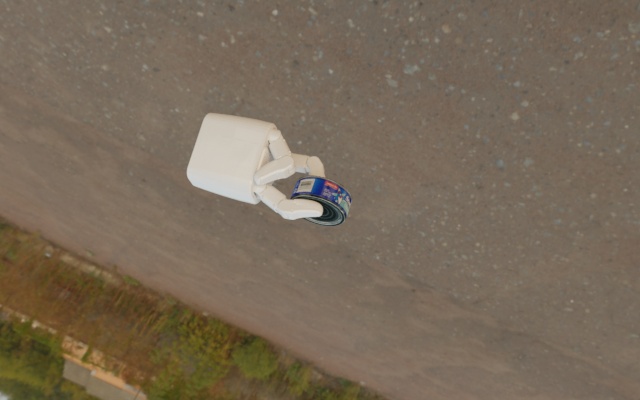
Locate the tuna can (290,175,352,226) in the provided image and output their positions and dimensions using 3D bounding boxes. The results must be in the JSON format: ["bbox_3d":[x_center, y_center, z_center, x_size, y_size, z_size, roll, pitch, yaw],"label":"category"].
[{"bbox_3d":[0.000,0.003,0.683,0.086,0.033,0.086,15,-28,8],"label":"tuna can"}]
